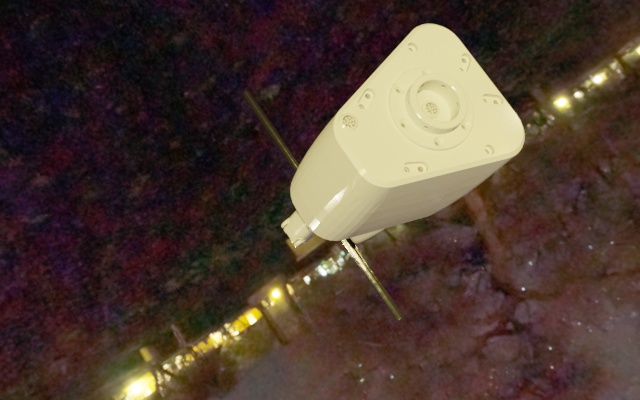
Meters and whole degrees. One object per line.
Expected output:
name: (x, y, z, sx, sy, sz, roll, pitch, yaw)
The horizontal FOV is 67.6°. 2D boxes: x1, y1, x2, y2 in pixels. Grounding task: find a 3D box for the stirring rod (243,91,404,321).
stirring rod: (0.000, 0.001, 0.419, 0.011, 0.239, 0.011, -34, -7, -5)
